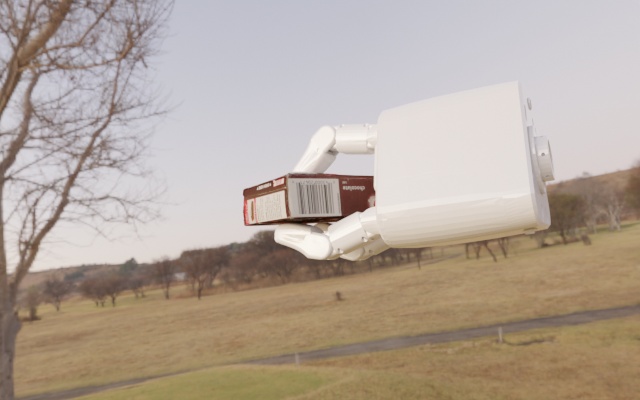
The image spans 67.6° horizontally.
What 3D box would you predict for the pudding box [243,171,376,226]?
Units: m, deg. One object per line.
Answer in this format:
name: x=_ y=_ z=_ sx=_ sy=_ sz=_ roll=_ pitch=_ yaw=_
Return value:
pudding box: x=0.000 y=0.001 z=0.422 sx=0.113 sy=0.039 sz=0.090 roll=2 pitch=-8 yaw=-31
